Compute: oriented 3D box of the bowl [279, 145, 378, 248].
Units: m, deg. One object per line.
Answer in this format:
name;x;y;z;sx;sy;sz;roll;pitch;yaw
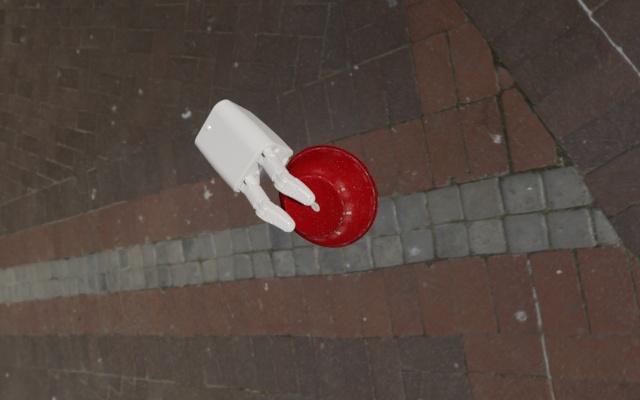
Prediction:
bowl;0.001;0.003;0.700;0.162;0.162;0.055;0;15;22
